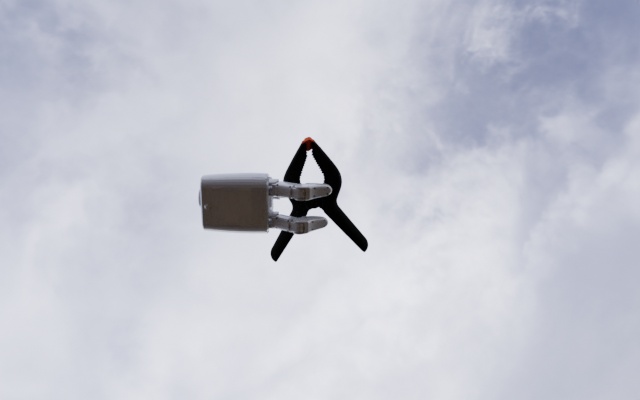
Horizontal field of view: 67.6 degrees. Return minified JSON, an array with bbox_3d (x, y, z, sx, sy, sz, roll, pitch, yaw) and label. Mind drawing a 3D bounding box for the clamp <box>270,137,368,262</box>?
[{"bbox_3d":[0.000,0.002,0.779,0.164,0.210,0.036,0,18,-4],"label":"clamp"}]
